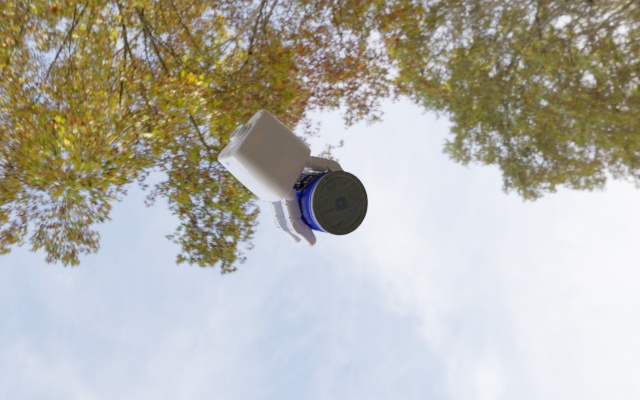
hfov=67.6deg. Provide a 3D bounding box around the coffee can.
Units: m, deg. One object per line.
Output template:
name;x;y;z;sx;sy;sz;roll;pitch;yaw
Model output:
coffee can;0.000;0.003;0.808;0.103;0.103;0.140;0;1;-28
